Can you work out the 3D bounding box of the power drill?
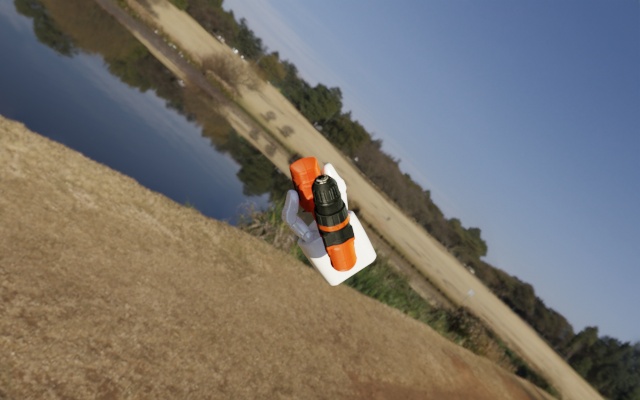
[{"bbox_3d":[0.000,0.003,0.794,0.057,0.185,0.187,-18,36,-7],"label":"power drill"}]
